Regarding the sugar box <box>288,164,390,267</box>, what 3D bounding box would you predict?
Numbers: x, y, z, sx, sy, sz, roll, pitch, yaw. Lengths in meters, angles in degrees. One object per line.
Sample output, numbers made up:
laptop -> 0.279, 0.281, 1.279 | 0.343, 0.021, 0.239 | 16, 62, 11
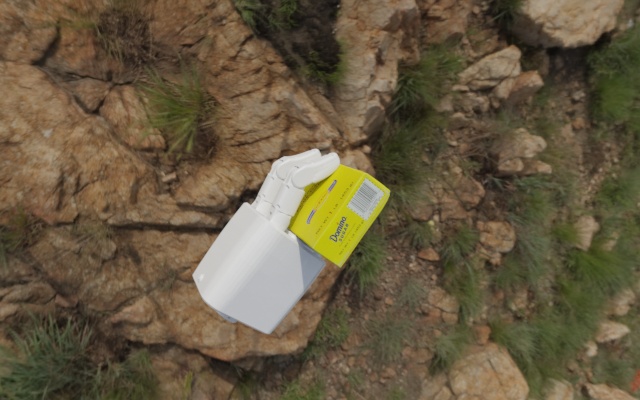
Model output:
sugar box -> 0.000, 0.002, 0.544 | 0.048, 0.093, 0.176 | 37, -4, -26
